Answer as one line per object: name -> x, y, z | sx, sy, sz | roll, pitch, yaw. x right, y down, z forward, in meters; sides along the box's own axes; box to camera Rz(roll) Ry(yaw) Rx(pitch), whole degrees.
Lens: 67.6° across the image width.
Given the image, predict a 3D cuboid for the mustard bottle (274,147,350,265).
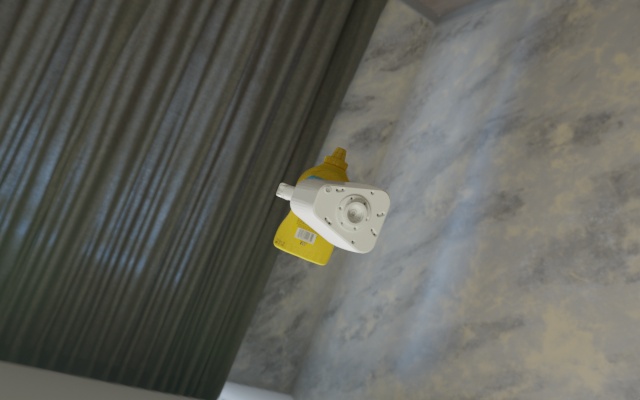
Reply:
mustard bottle -> 0.000, 0.003, 0.790 | 0.096, 0.191, 0.058 | 21, -3, 6
